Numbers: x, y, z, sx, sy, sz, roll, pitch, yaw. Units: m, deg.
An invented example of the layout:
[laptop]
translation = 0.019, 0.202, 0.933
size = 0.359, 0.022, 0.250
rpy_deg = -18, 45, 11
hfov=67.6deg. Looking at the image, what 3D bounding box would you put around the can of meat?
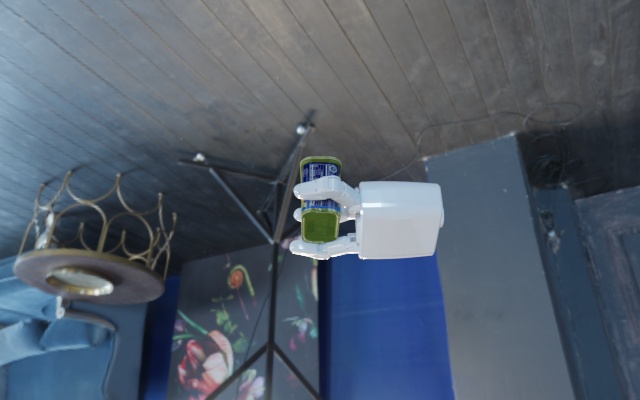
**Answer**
[can of meat]
translation = 0.000, 0.002, 0.661
size = 0.057, 0.084, 0.102
rpy_deg = 1, -30, -1
